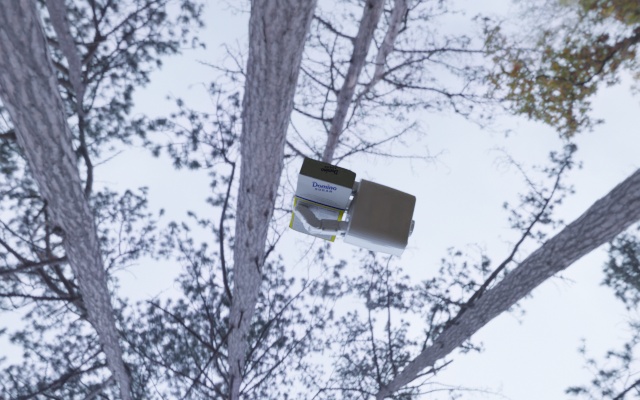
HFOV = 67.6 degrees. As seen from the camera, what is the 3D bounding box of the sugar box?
[{"bbox_3d":[0.000,0.002,0.846,0.093,0.048,0.176,17,-38,1],"label":"sugar box"}]
